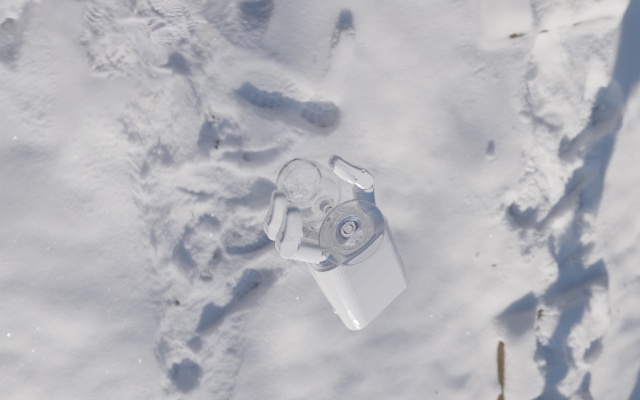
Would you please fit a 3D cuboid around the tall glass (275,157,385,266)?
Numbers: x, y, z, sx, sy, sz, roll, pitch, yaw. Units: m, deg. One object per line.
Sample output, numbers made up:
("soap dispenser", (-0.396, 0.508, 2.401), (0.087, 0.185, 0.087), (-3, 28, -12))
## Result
("tall glass", (0.000, 0.002, 0.576), (0.079, 0.079, 0.201), (0, 19, -21))
